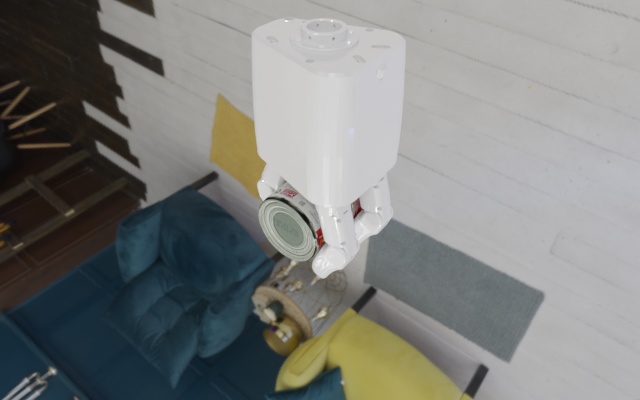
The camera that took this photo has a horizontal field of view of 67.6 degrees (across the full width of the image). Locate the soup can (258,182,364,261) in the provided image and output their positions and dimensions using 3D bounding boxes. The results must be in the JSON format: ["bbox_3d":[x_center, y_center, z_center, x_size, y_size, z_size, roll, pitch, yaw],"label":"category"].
[{"bbox_3d":[0.000,0.002,0.449,0.068,0.068,0.102,0,30,44],"label":"soup can"}]
